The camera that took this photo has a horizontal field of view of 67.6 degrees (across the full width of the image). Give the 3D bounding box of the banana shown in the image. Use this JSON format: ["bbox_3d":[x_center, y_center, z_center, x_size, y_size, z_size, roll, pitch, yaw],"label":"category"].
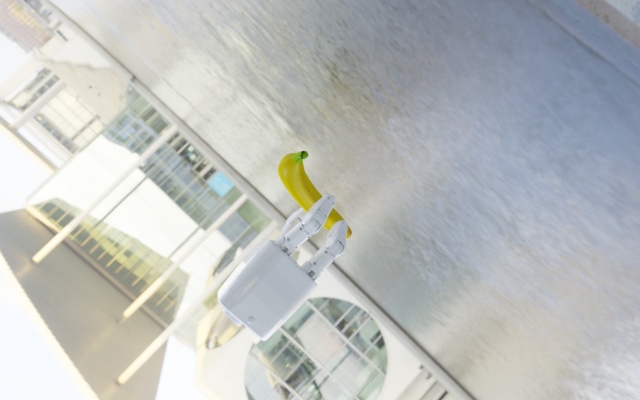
[{"bbox_3d":[-0.014,-0.007,0.691,0.069,0.037,0.198,30,-18,40],"label":"banana"}]
